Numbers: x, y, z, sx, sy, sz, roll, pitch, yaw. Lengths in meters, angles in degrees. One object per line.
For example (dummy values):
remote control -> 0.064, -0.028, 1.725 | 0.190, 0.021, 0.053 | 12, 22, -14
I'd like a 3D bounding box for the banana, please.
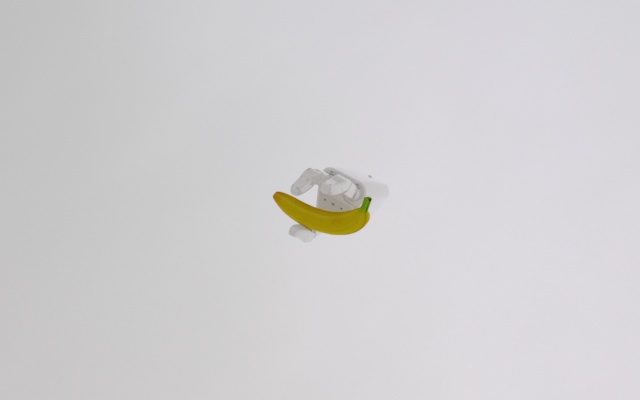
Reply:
banana -> 0.005, 0.021, 0.763 | 0.198, 0.070, 0.037 | 3, 17, 37
